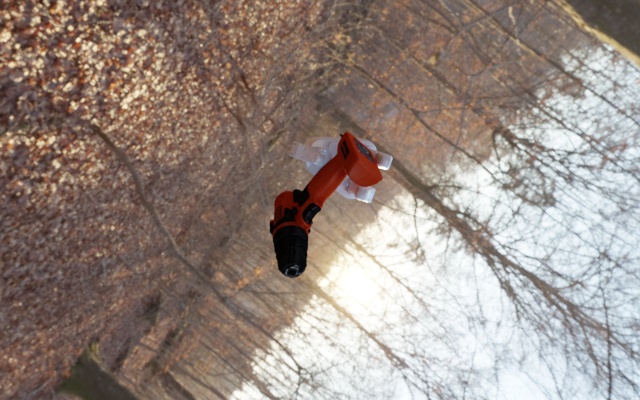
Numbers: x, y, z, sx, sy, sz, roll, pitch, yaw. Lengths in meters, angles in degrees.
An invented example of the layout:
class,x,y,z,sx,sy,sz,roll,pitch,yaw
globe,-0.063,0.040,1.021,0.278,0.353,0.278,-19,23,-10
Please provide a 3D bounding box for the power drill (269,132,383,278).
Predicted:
class,x,y,z,sx,sy,sz,roll,pitch,yaw
power drill,0.000,0.002,0.682,0.057,0.188,0.184,37,21,-27
